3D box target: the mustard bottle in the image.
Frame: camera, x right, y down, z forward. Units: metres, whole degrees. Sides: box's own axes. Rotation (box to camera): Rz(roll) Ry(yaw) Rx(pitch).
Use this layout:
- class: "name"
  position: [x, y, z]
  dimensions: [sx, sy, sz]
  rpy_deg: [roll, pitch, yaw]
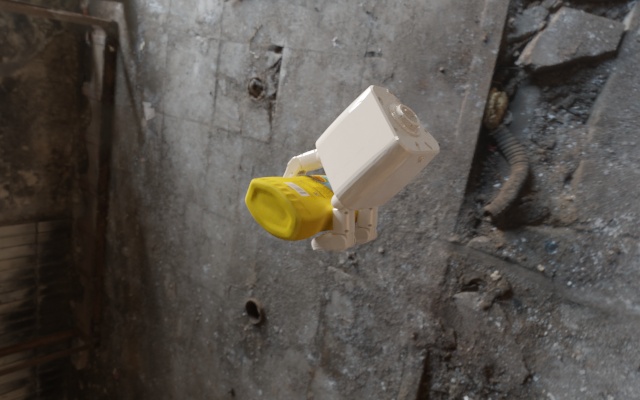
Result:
- class: "mustard bottle"
  position: [0.000, 0.002, 0.632]
  dimensions: [0.096, 0.058, 0.191]
  rpy_deg: [35, 26, 31]
